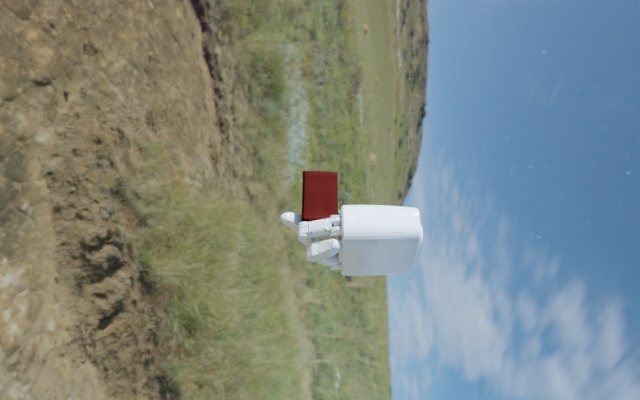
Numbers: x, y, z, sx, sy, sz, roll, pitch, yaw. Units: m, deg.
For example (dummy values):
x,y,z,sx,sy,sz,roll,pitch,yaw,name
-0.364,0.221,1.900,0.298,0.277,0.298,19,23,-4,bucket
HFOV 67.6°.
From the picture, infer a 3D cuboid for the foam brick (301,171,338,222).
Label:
x,y,z,sx,sy,sz,roll,pitch,yaw,name
0.000,0.002,0.700,0.051,0.078,0.053,-1,-25,2,foam brick
